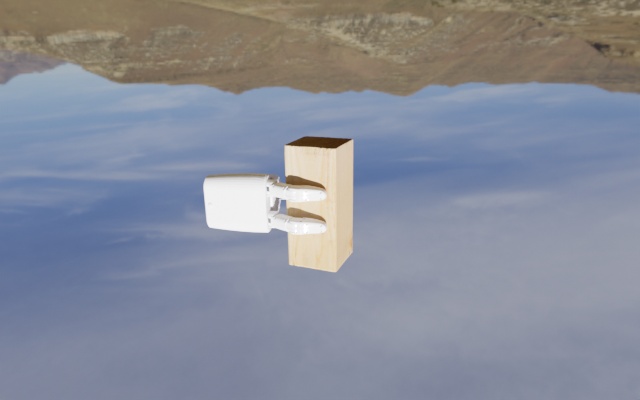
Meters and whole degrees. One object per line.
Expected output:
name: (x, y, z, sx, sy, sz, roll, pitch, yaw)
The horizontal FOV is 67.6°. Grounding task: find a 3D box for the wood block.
wood block: (0.000, 0.003, 0.805, 0.090, 0.206, 0.090, 6, 20, 20)
